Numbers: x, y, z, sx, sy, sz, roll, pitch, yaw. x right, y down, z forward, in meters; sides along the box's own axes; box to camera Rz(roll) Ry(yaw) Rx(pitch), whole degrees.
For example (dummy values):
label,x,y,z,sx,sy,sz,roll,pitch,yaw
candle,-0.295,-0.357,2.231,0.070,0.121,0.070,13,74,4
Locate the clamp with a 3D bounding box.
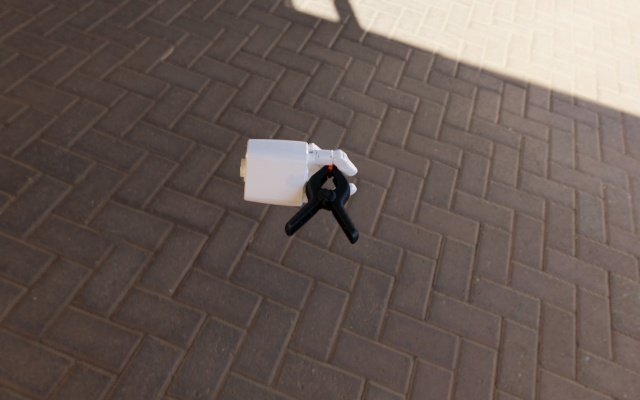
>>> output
label,x,y,z,sx,sy,sz,roll,pitch,yaw
clamp,0.000,0.002,0.820,0.120,0.171,0.039,4,-43,-7
